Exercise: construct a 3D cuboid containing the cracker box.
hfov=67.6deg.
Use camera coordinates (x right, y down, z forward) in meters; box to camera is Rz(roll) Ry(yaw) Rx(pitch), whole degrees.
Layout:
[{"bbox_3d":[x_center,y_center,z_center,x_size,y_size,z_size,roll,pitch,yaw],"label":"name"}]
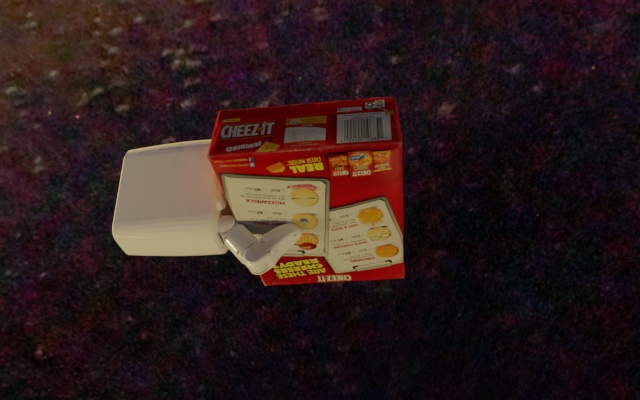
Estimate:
[{"bbox_3d":[0.000,0.002,0.486,0.164,0.072,0.214,-4,-40,7],"label":"cracker box"}]
